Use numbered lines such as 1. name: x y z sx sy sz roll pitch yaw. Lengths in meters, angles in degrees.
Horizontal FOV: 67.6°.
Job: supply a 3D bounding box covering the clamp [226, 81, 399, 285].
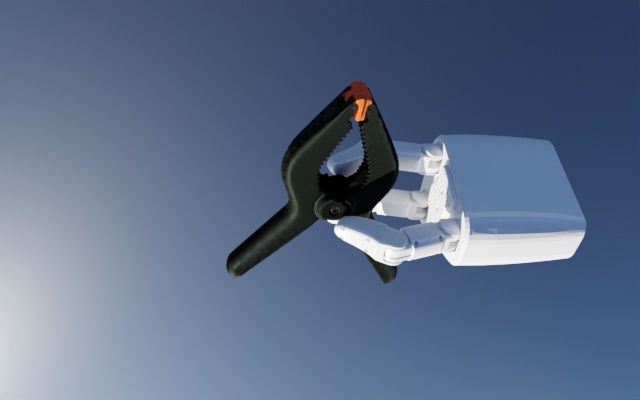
1. clamp: 0.000 0.001 0.401 0.164 0.210 0.036 -2 41 -8
